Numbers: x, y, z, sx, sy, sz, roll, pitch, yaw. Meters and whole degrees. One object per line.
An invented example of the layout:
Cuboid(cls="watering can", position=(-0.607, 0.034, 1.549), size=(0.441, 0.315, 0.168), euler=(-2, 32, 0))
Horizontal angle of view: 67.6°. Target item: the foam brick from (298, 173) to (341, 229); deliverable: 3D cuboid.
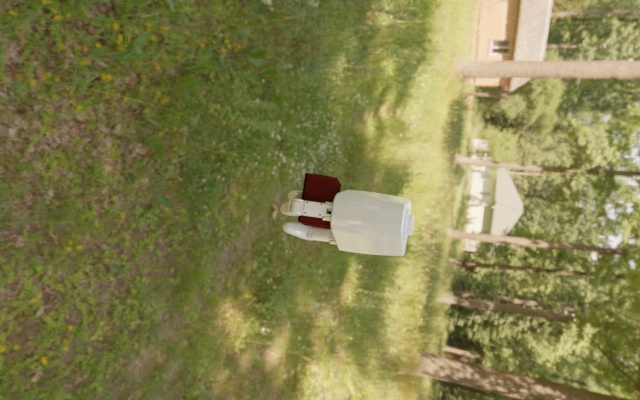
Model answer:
Cuboid(cls="foam brick", position=(0.000, 0.002, 0.754), size=(0.051, 0.078, 0.053), euler=(6, -10, 13))
